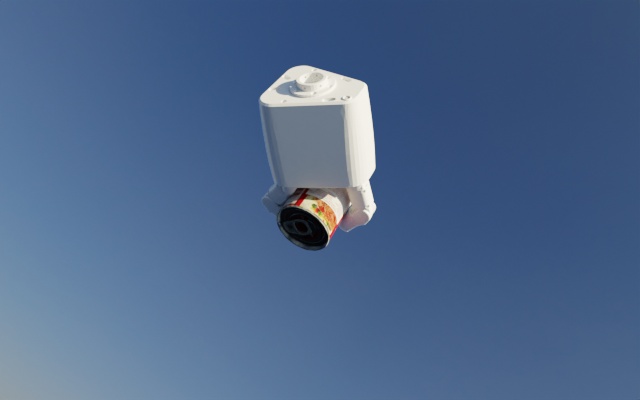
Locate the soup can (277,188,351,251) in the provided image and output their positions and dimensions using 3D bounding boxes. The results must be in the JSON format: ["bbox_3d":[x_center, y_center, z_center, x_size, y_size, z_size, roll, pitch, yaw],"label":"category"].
[{"bbox_3d":[0.000,0.002,0.584,0.068,0.068,0.102,0,39,33],"label":"soup can"}]
